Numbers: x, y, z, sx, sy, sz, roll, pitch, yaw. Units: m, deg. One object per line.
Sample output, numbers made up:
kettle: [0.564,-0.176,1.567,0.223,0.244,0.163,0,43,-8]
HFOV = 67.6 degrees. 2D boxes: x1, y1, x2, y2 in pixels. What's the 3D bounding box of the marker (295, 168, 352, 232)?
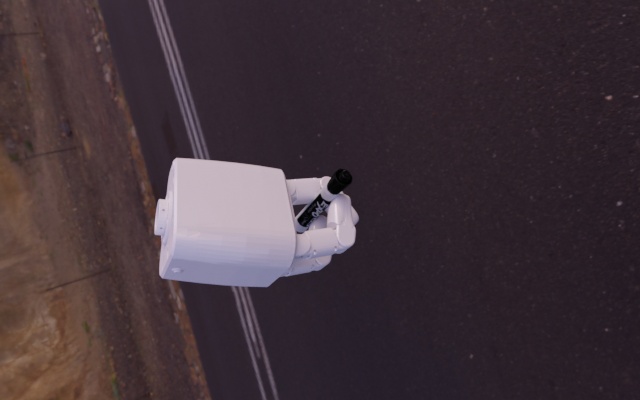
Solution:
marker: [0.000,0.002,0.496,0.020,0.020,0.121,0,-26,-26]
